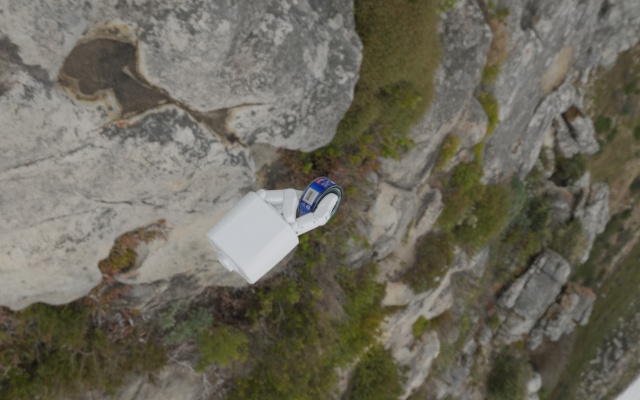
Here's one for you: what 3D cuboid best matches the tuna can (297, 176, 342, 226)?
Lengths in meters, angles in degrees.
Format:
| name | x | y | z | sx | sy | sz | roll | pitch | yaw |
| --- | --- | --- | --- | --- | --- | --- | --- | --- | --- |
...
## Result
| name | x | y | z | sx | sy | sz | roll | pitch | yaw |
| --- | --- | --- | --- | --- | --- | --- | --- | --- | --- |
| tuna can | 0.001 | 0.003 | 0.851 | 0.033 | 0.086 | 0.086 | 32 | 16 | 29 |
